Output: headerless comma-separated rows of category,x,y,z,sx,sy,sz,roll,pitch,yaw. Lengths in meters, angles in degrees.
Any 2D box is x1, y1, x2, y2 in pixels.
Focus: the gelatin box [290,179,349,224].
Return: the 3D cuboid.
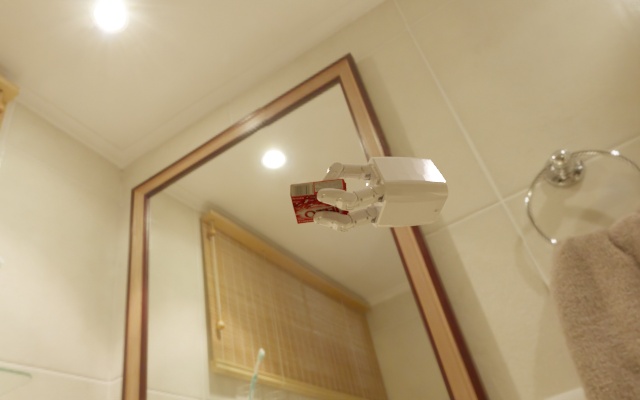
gelatin box,0.000,0.002,0.773,0.089,0.030,0.073,-6,-38,3
